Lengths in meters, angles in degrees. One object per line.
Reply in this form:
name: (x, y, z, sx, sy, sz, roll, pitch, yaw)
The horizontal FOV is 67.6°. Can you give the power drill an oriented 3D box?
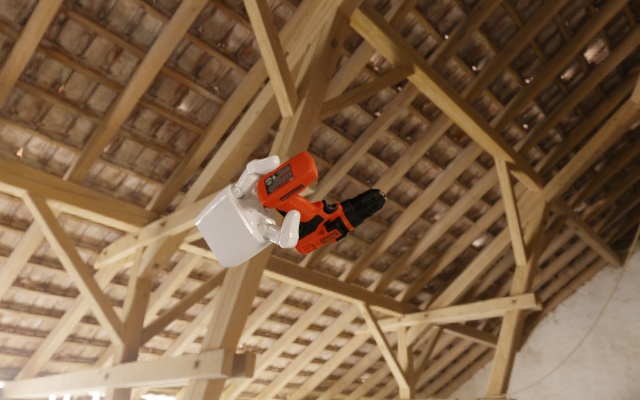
power drill: (0.000, 0.002, 0.788, 0.184, 0.057, 0.188, -33, -44, 10)
